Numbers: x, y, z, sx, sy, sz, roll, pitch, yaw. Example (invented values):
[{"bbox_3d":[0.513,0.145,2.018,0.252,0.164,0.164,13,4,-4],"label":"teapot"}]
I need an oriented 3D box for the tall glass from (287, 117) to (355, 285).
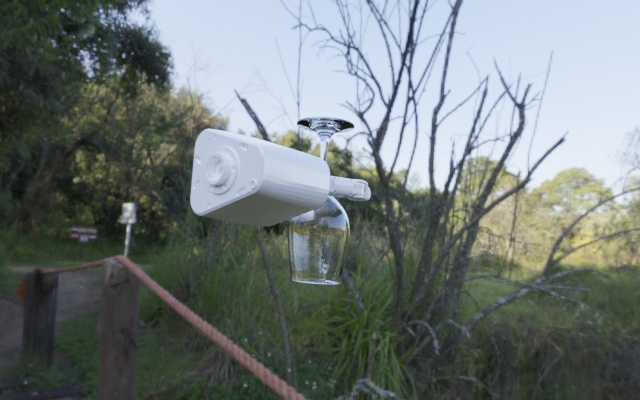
[{"bbox_3d":[0.000,0.001,0.600,0.079,0.201,0.079,3,-5,0],"label":"tall glass"}]
